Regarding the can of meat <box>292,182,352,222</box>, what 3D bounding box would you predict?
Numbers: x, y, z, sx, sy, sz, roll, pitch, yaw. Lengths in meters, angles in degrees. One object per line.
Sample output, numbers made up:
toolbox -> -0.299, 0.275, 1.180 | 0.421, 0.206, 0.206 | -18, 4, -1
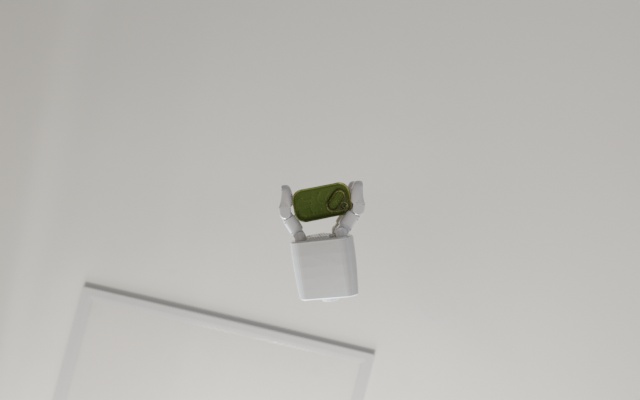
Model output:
can of meat -> 0.000, 0.003, 0.862 | 0.102, 0.057, 0.084 | -11, 1, -4
